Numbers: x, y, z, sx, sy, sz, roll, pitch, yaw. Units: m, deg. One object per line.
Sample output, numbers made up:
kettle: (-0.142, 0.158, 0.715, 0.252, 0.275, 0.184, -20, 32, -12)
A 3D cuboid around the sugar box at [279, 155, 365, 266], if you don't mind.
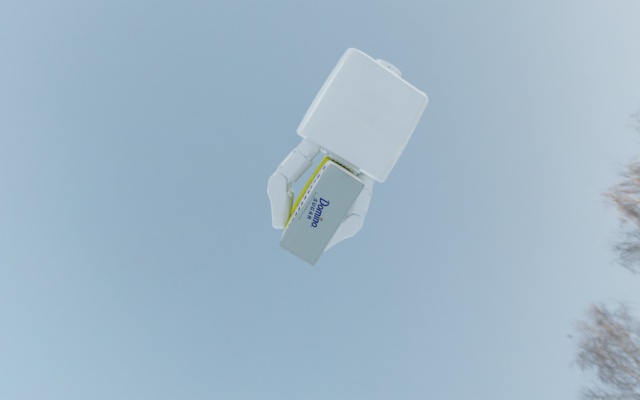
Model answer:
sugar box: (0.000, 0.001, 0.522, 0.048, 0.093, 0.176, 32, 6, -2)
